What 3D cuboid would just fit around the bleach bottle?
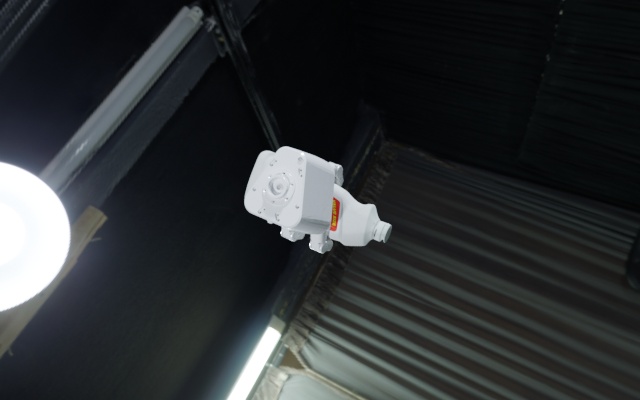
[{"bbox_3d":[0.000,0.003,0.791,0.251,0.102,0.068,21,1,23],"label":"bleach bottle"}]
